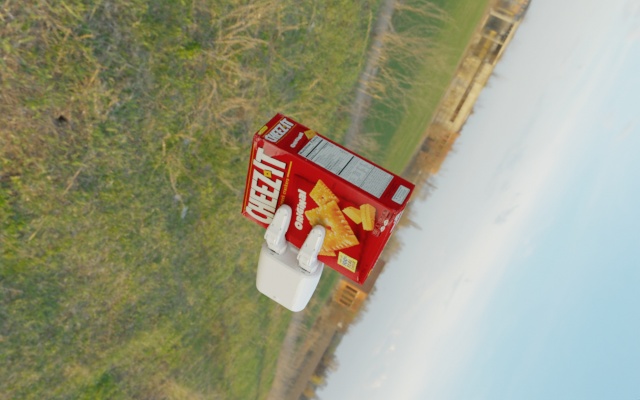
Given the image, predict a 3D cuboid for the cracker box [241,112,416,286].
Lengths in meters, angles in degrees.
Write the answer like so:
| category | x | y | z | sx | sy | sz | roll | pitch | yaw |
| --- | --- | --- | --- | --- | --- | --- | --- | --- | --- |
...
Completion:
| category | x | y | z | sx | sy | sz | roll | pitch | yaw |
| --- | --- | --- | --- | --- | --- | --- | --- | --- | --- |
| cracker box | 0.000 | 0.002 | 0.665 | 0.213 | 0.164 | 0.072 | 29 | 46 | 10 |
